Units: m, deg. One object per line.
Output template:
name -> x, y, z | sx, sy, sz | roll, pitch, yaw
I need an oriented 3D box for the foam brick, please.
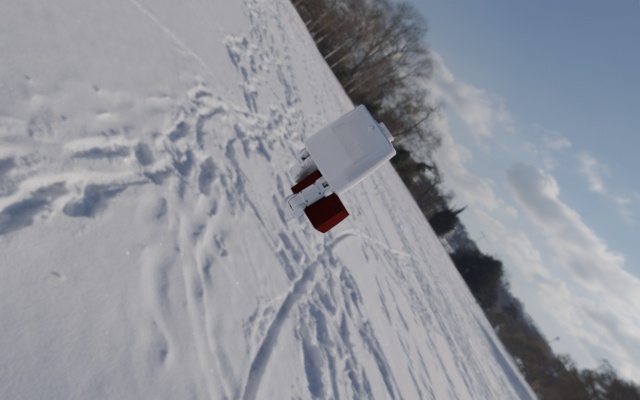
foam brick -> 0.000, 0.003, 0.731 | 0.051, 0.078, 0.053 | -34, -17, 8
